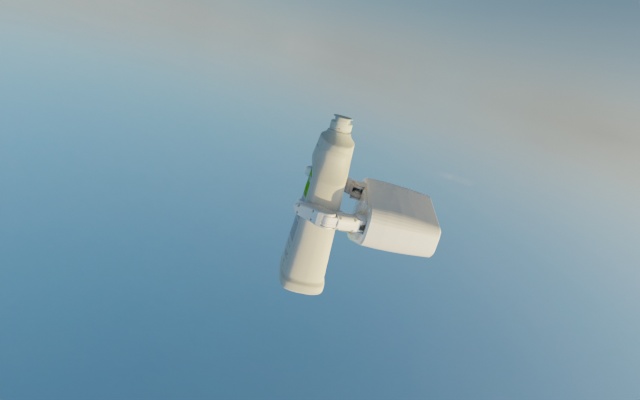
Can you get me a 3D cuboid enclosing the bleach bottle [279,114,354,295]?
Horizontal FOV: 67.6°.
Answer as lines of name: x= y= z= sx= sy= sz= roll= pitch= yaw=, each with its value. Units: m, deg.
bleach bottle: x=0.000 y=0.002 z=0.690 sx=0.068 sy=0.251 sz=0.102 roll=13 pitch=17 yaw=-10
